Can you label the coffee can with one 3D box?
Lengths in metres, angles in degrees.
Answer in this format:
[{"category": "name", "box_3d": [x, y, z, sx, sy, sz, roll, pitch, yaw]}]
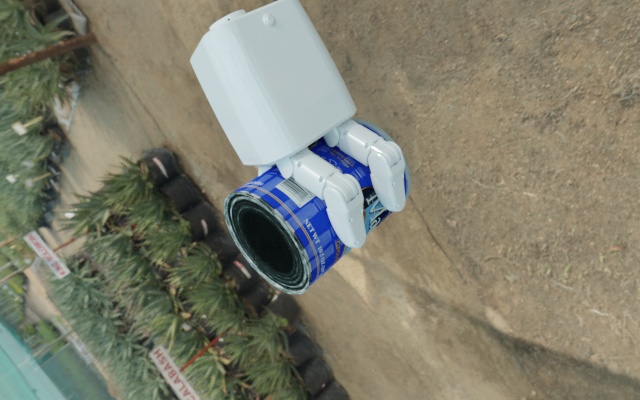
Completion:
[{"category": "coffee can", "box_3d": [0.000, 0.002, 0.432, 0.140, 0.103, 0.103, -38, 23, -33]}]
